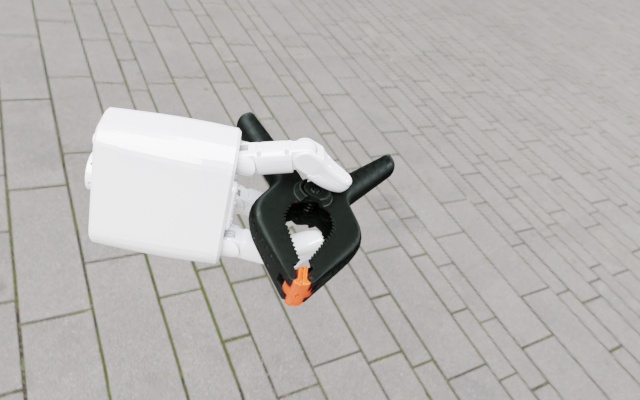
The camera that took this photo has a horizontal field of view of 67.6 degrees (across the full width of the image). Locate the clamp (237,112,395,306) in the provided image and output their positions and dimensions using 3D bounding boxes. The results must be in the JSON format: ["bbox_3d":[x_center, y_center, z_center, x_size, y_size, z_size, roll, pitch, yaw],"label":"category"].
[{"bbox_3d":[0.000,0.001,0.421,0.164,0.036,0.209,10,41,-13],"label":"clamp"}]
